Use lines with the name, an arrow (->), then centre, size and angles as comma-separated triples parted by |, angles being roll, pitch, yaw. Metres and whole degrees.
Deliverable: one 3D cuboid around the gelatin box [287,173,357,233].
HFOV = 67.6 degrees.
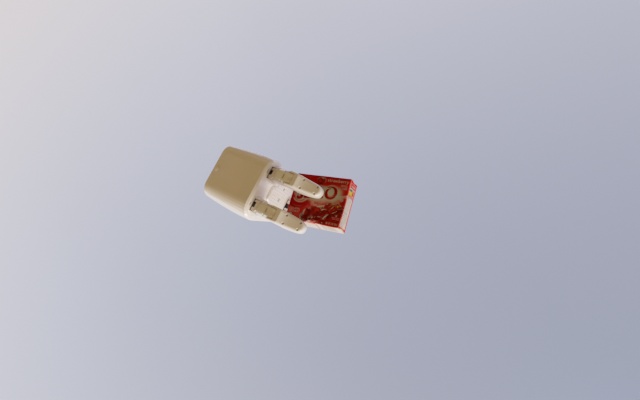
gelatin box -> 0.001, 0.002, 0.682 | 0.089, 0.073, 0.030 | 9, -16, 27
